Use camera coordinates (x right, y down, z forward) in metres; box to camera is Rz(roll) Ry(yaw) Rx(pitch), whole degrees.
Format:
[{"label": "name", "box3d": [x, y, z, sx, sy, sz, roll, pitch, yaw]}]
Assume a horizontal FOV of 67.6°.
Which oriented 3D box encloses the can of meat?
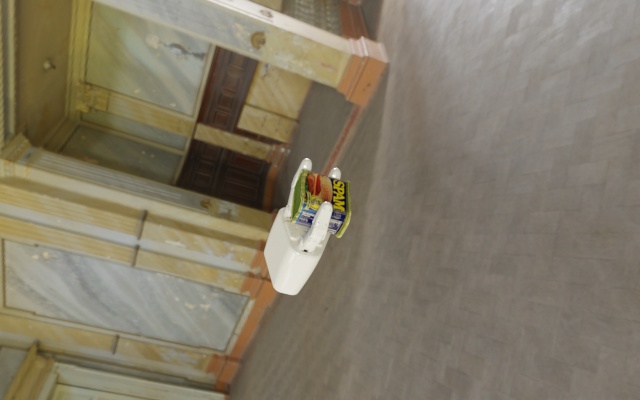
[{"label": "can of meat", "box3d": [0.000, 0.002, 0.780, 0.084, 0.102, 0.057, 16, -47, -13]}]
